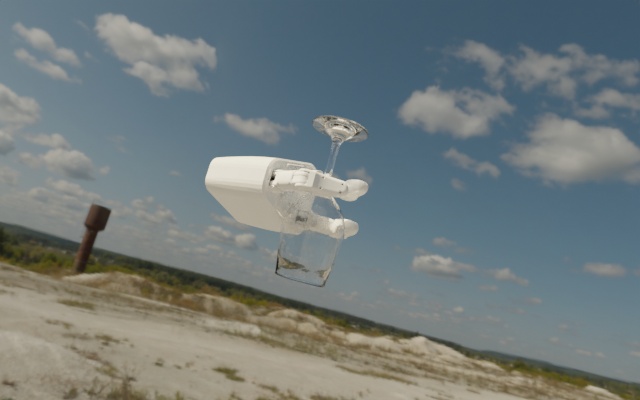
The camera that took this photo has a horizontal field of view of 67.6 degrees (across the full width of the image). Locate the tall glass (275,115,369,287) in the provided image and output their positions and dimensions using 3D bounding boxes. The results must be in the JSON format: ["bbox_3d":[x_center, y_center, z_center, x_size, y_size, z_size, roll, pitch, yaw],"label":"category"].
[{"bbox_3d":[0.000,0.001,0.590,0.079,0.201,0.079,14,-12,3],"label":"tall glass"}]
